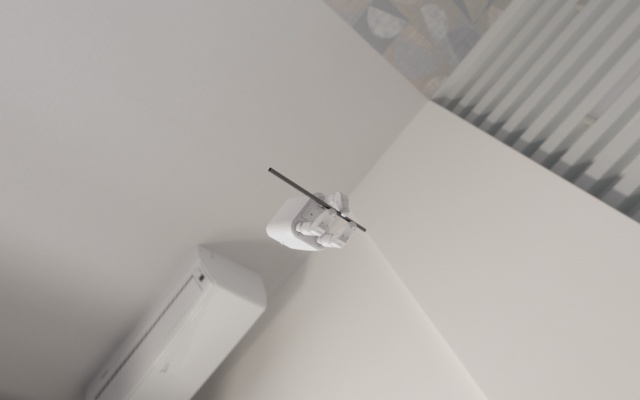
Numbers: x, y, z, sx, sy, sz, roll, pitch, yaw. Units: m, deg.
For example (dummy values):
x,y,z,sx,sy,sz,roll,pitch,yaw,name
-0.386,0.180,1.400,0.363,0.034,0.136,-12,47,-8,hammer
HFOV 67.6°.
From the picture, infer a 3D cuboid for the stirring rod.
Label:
x,y,z,sx,sy,sz,roll,pitch,yaw,name
0.000,0.003,0.877,0.239,0.011,0.011,33,-18,-31,stirring rod
